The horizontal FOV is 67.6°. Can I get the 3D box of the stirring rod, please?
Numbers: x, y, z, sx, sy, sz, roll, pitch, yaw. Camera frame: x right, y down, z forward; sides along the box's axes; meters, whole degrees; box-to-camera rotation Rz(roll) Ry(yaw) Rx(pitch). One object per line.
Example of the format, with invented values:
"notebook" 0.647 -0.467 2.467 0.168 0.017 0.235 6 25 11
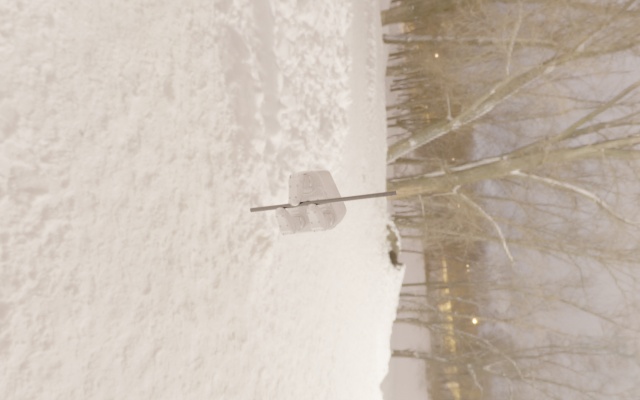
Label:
"stirring rod" 0.000 0.002 0.763 0.239 0.011 0.011 -7 -2 14
